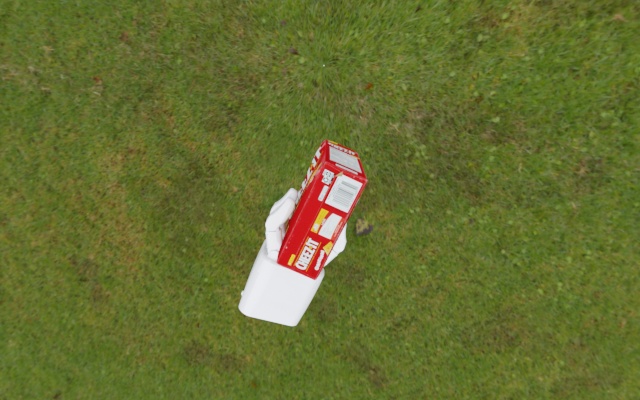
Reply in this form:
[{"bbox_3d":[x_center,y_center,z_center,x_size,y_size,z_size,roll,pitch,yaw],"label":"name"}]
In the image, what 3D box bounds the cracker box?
[{"bbox_3d":[0.000,0.003,0.746,0.072,0.164,0.213,24,14,-6],"label":"cracker box"}]
